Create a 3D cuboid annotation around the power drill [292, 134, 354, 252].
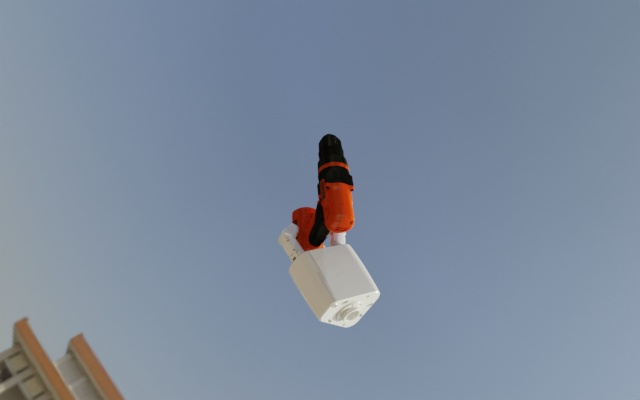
[{"bbox_3d":[0.000,0.003,0.831,0.057,0.184,0.188,7,-35,-16],"label":"power drill"}]
